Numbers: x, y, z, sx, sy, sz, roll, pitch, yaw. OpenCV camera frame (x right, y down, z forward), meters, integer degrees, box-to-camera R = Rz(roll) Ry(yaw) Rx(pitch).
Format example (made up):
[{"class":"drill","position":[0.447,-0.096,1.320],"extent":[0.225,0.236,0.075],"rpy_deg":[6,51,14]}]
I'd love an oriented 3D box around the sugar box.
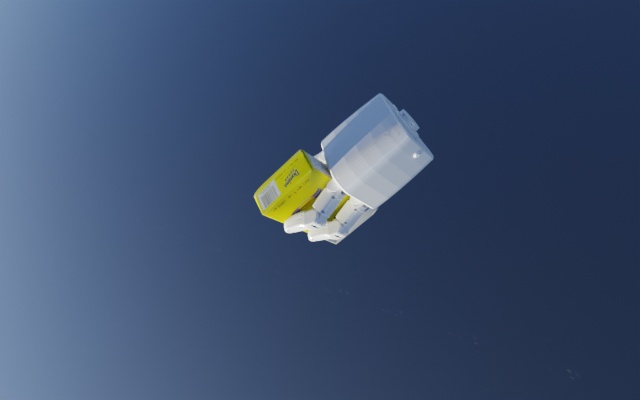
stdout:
[{"class":"sugar box","position":[0.000,0.002,0.670],"extent":[0.093,0.048,0.176],"rpy_deg":[-41,-38,18]}]
